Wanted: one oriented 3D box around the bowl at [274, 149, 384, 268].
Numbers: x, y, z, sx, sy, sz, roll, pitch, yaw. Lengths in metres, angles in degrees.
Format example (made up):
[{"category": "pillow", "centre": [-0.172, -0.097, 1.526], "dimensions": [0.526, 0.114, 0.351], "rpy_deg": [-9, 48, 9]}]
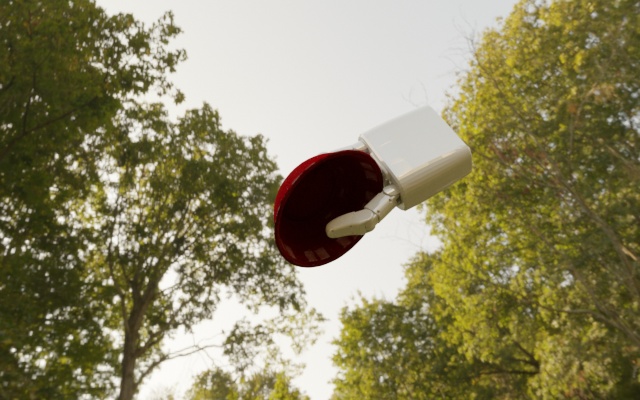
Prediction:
[{"category": "bowl", "centre": [-0.001, 0.002, 0.591], "dimensions": [0.162, 0.162, 0.055], "rpy_deg": [0, 27, -41]}]
